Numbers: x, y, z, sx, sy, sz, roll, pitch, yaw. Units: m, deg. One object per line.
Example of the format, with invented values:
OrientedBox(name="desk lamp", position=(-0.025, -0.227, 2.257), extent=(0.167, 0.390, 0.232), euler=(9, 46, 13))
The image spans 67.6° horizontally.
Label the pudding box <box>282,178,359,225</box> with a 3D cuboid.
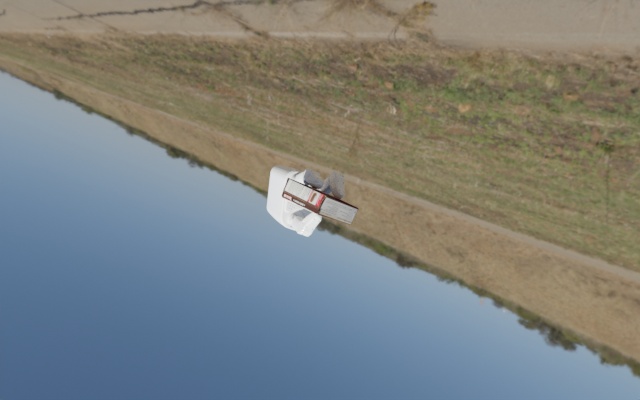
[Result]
OrientedBox(name="pudding box", position=(0.000, 0.003, 0.831), extent=(0.090, 0.039, 0.113), euler=(24, 4, 35))
